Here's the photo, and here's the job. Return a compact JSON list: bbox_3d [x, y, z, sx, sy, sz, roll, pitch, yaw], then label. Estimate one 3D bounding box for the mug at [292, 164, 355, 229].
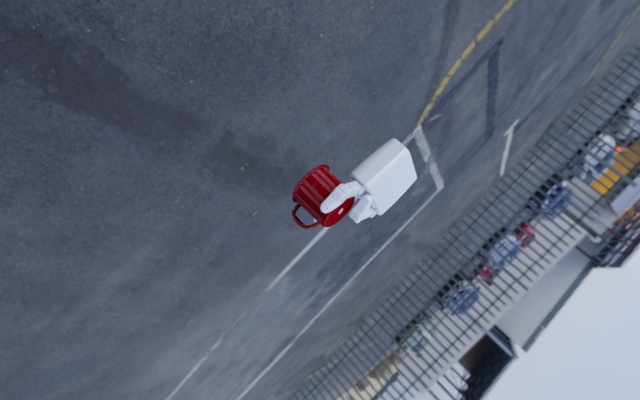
[{"bbox_3d":[-0.001,0.004,0.874,0.081,0.117,0.093,44,-8,20],"label":"mug"}]
